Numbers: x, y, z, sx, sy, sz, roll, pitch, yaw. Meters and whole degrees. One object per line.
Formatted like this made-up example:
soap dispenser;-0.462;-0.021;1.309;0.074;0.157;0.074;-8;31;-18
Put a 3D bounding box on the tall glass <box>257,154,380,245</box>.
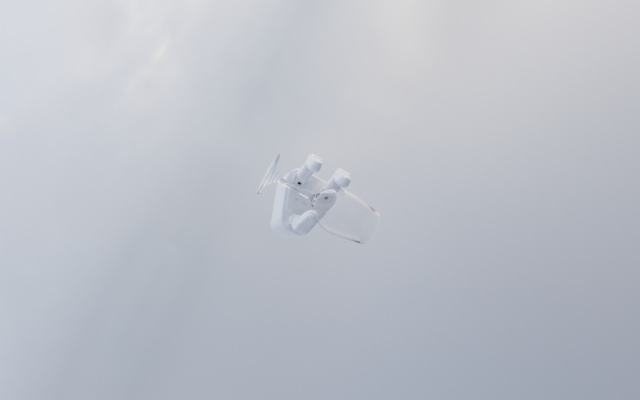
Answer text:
tall glass;0.000;0.002;0.796;0.201;0.079;0.079;28;-7;-13
